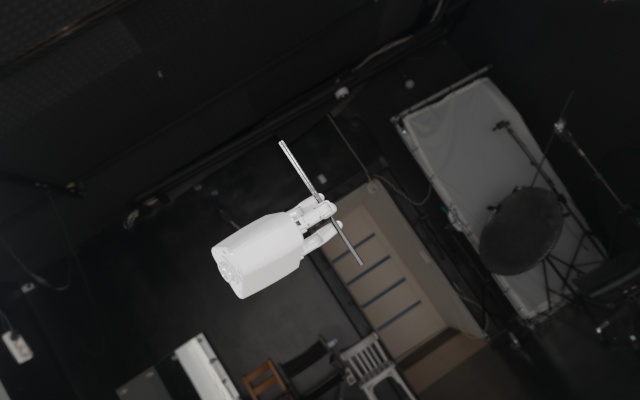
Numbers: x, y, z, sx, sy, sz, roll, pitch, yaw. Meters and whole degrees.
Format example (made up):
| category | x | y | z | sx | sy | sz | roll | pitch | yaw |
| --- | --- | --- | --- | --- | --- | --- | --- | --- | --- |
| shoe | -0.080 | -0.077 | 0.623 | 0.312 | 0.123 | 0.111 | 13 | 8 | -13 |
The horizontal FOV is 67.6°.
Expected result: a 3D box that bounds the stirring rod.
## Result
| category | x | y | z | sx | sy | sz | roll | pitch | yaw |
| --- | --- | --- | --- | --- | --- | --- | --- | --- | --- |
| stirring rod | 0.000 | 0.003 | 0.774 | 0.011 | 0.239 | 0.011 | -33 | -8 | -5 |
